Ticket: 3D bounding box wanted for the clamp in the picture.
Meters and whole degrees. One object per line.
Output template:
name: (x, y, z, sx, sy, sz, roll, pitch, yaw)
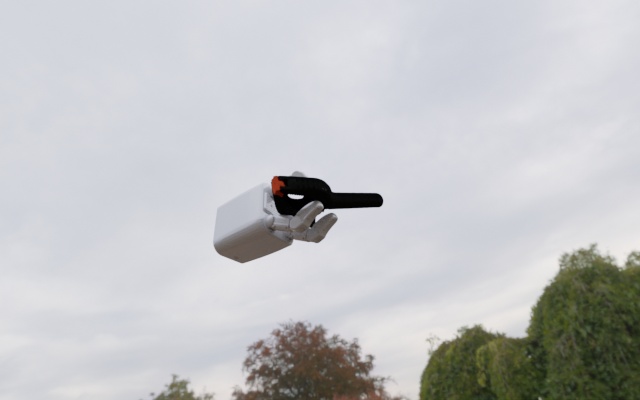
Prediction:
clamp: (-0.001, 0.002, 0.783, 0.164, 0.036, 0.210, -26, -31, 19)
